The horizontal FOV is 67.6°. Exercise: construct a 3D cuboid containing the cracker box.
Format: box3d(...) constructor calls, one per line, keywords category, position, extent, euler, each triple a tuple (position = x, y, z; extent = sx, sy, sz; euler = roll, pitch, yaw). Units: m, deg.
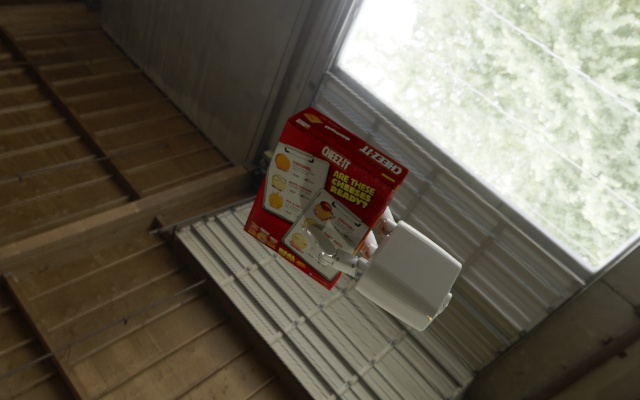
box3d(category="cracker box", position=(0.000, 0.002, 0.675), extent=(0.164, 0.214, 0.072), euler=(34, 38, 9))
